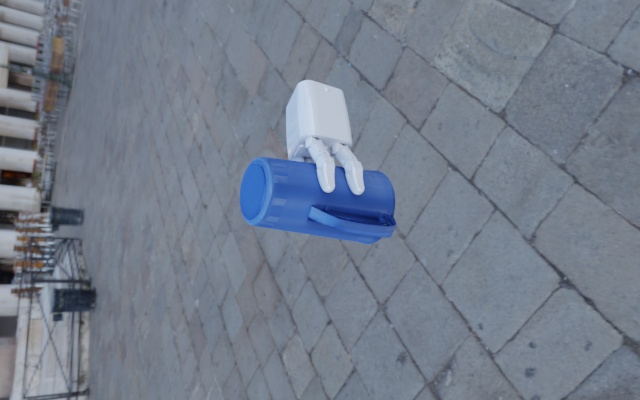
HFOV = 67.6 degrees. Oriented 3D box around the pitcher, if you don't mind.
[{"bbox_3d":[0.000,0.002,0.789,0.243,0.145,0.149,8,-23,-33],"label":"pitcher"}]
